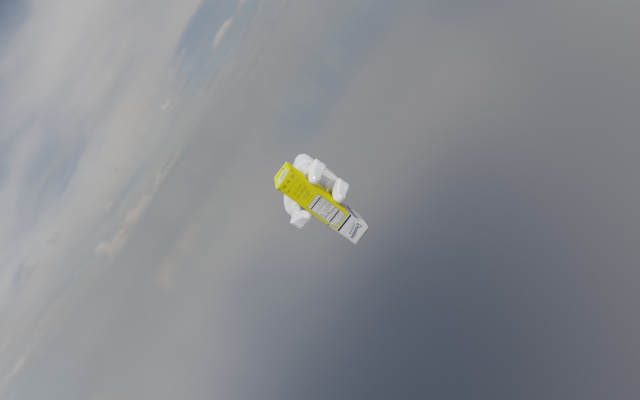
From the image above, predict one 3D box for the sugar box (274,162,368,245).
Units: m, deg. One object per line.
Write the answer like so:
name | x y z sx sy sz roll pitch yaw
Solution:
sugar box | 0.000 0.002 0.860 0.176 0.048 0.093 33 9 -14
